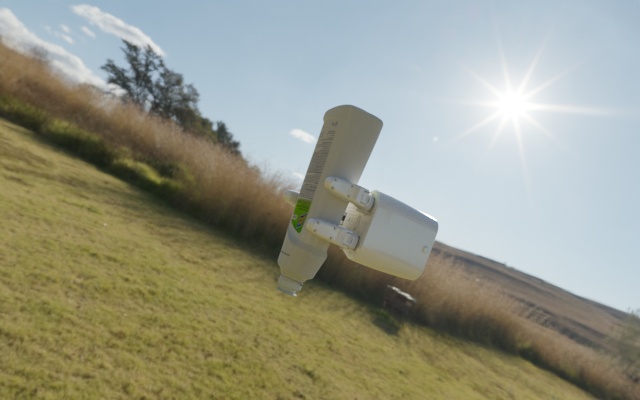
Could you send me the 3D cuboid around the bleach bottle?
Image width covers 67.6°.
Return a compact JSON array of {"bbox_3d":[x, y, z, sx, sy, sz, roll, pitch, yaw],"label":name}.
[{"bbox_3d":[0.000,0.002,0.633,0.068,0.251,0.102,23,-4,-17],"label":"bleach bottle"}]
